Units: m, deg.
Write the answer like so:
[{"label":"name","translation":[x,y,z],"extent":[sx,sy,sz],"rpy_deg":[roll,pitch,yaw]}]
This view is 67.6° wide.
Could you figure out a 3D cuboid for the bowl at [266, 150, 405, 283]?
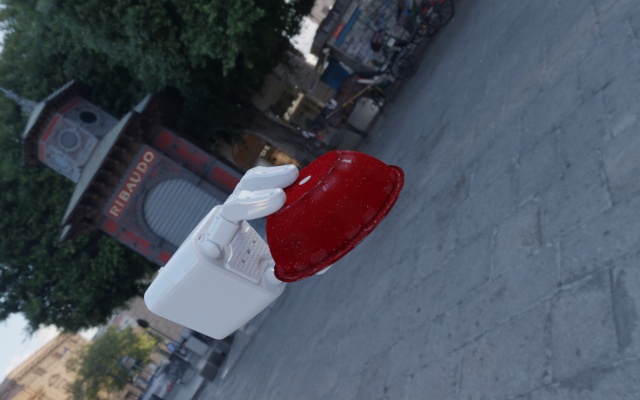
[{"label":"bowl","translation":[0.001,0.000,0.461],"extent":[0.162,0.055,0.162],"rpy_deg":[-37,16,13]}]
